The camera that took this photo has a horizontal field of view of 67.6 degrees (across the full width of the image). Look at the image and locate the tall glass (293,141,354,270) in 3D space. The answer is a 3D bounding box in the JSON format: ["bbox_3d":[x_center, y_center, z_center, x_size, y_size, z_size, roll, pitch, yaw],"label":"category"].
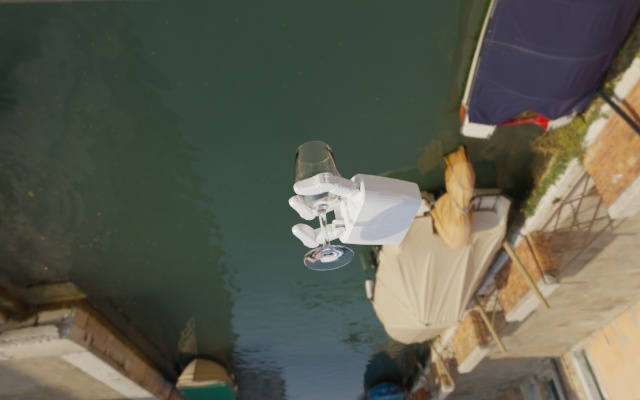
[{"bbox_3d":[0.000,0.003,0.746,0.079,0.201,0.079,-6,-33,-4],"label":"tall glass"}]
